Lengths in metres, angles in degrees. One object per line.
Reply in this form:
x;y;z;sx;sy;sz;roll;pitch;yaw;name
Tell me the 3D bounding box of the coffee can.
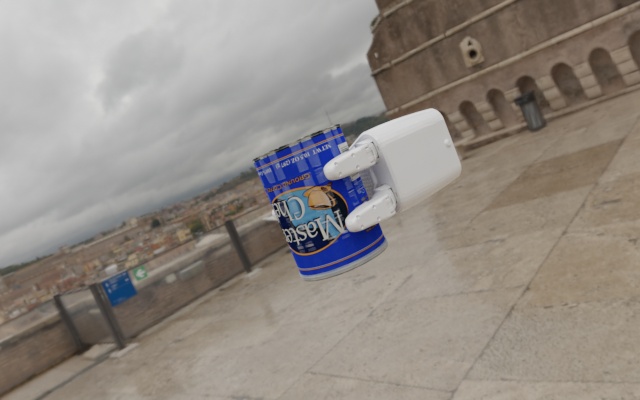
0.000;0.002;0.518;0.103;0.140;0.103;-22;6;2;coffee can
